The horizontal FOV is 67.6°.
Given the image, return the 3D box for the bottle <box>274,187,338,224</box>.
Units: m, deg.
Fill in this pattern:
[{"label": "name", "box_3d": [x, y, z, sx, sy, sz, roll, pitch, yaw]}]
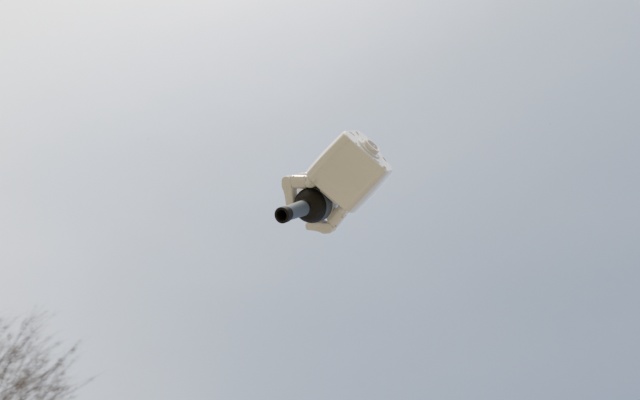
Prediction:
[{"label": "bottle", "box_3d": [0.000, 0.003, 0.900, 0.069, 0.069, 0.295, 0, 8, 26]}]
